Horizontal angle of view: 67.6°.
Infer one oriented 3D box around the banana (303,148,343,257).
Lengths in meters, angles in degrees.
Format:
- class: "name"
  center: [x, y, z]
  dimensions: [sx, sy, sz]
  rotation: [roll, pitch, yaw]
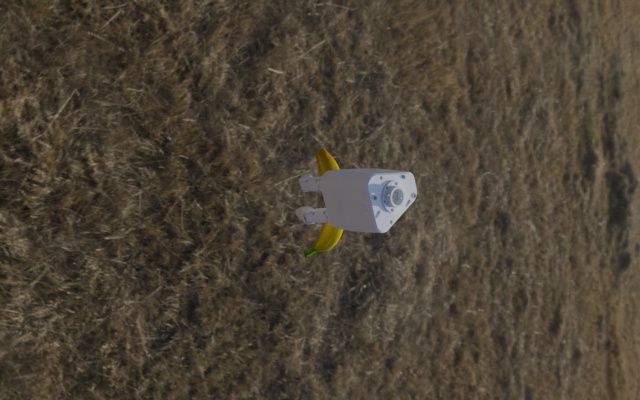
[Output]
- class: "banana"
  center: [0.016, 0.007, 0.859]
  dimensions: [0.069, 0.198, 0.037]
  rotation: [4, 5, -30]
